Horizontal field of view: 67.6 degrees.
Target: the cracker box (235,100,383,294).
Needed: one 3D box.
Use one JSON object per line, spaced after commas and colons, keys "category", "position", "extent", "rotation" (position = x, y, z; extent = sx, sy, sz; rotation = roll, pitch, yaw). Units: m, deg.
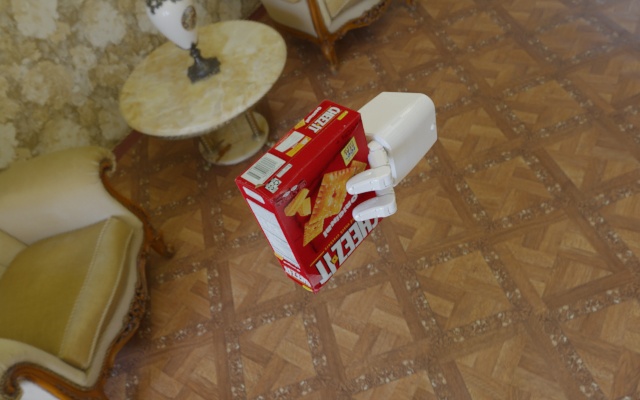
{"category": "cracker box", "position": [0.000, 0.002, 0.641], "extent": [0.072, 0.164, 0.214], "rotation": [29, -27, 35]}
